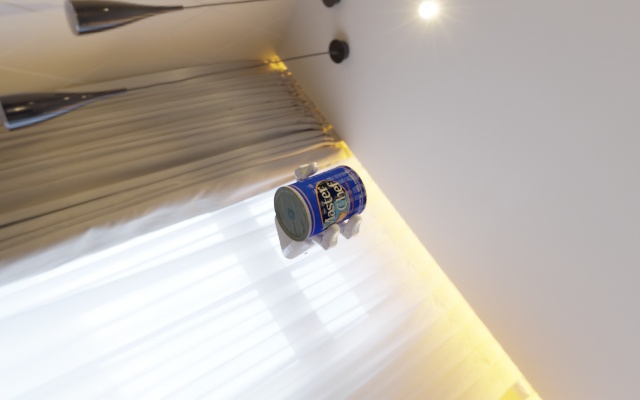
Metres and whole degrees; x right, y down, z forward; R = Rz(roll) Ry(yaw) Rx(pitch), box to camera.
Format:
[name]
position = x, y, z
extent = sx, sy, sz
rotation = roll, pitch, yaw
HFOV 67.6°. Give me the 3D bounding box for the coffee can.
[coffee can]
position = 0.000, 0.003, 0.871
extent = 0.140, 0.103, 0.103
rotation = -23, 13, -34
